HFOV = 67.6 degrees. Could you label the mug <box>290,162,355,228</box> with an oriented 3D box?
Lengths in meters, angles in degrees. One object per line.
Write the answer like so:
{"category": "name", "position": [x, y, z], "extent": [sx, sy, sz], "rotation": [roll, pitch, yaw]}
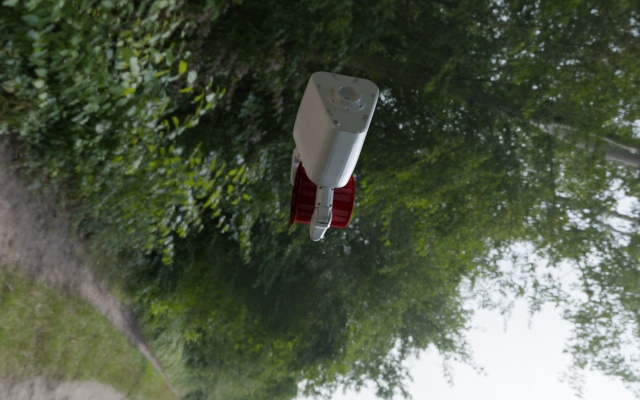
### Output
{"category": "mug", "position": [0.000, 0.003, 0.712], "extent": [0.081, 0.093, 0.117], "rotation": [8, -36, -9]}
